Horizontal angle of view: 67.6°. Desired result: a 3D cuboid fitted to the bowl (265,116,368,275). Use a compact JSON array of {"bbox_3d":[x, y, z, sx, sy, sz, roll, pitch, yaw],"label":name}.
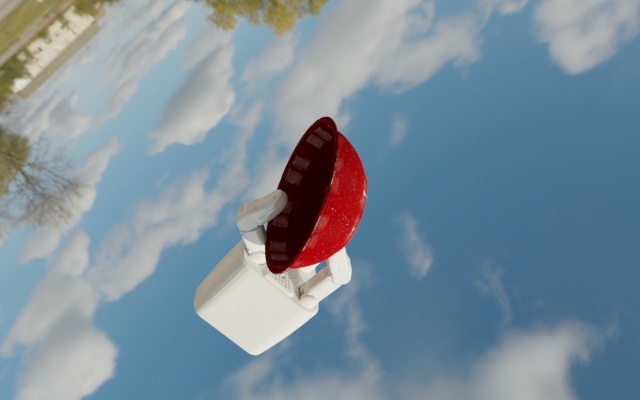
[{"bbox_3d":[0.001,0.001,0.474,0.055,0.162,0.162,19,-7,-19],"label":"bowl"}]
